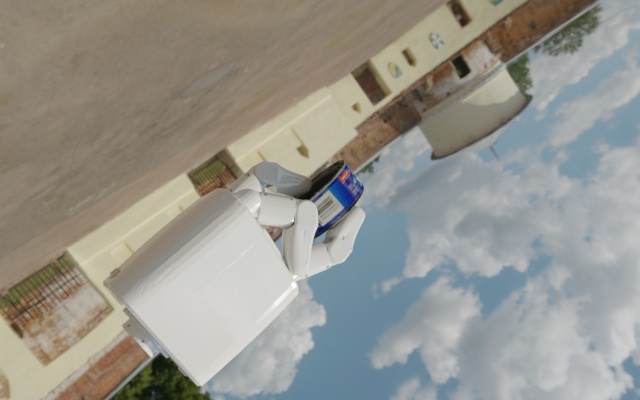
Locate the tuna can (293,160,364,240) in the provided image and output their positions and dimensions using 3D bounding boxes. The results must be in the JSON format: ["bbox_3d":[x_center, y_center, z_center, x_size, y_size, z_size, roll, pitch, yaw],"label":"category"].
[{"bbox_3d":[0.000,0.002,0.459,0.086,0.034,0.086,-40,10,9],"label":"tuna can"}]
